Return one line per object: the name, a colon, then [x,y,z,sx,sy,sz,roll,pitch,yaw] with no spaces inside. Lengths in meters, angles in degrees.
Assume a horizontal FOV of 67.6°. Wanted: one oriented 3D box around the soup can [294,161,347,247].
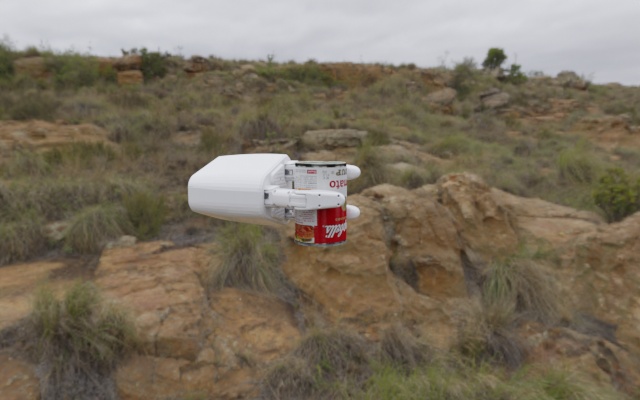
soup can: [0.001,0.002,0.611,0.068,0.102,0.068,0,8,0]
